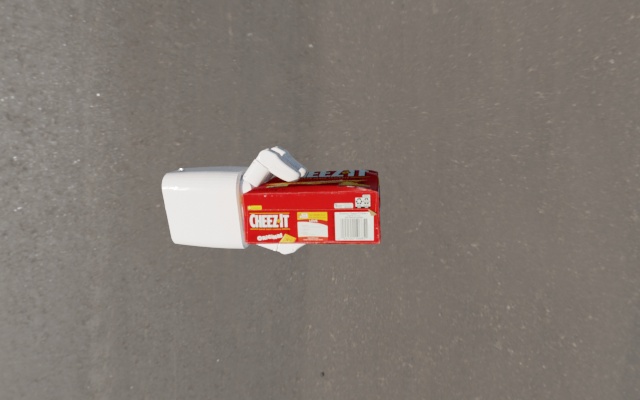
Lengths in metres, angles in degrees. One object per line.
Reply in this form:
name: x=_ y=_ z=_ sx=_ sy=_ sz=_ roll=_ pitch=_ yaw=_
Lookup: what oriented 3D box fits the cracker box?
cracker box: x=0.000 y=0.002 z=0.658 sx=0.164 sy=0.072 sz=0.213 roll=-1 pitch=10 yaw=7
